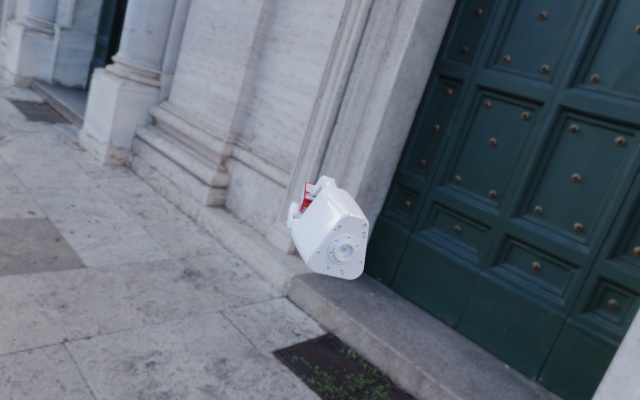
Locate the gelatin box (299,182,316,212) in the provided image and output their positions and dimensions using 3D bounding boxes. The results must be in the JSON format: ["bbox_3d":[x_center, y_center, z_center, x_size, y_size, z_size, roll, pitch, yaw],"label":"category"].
[{"bbox_3d":[0.000,0.002,0.884,0.073,0.030,0.089,18,21,-8],"label":"gelatin box"}]
